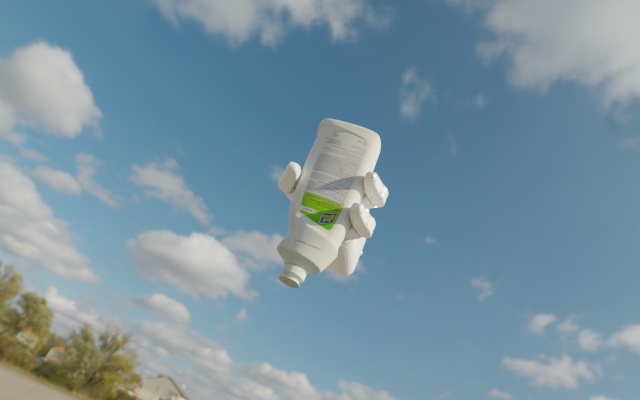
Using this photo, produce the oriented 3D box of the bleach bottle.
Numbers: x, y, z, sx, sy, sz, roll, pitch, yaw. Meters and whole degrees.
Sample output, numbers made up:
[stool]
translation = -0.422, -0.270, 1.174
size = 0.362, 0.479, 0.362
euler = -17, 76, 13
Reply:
[bleach bottle]
translation = 0.000, 0.002, 0.661
size = 0.102, 0.250, 0.068
euler = 17, -31, 14
